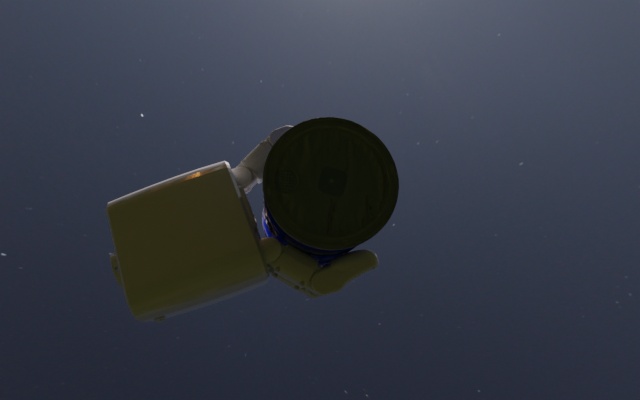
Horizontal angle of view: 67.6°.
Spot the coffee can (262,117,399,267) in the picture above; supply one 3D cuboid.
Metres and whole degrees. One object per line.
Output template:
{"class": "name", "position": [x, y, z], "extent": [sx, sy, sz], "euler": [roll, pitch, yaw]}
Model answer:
{"class": "coffee can", "position": [0.000, 0.001, 0.421], "extent": [0.103, 0.102, 0.140], "euler": [0, -13, -7]}
